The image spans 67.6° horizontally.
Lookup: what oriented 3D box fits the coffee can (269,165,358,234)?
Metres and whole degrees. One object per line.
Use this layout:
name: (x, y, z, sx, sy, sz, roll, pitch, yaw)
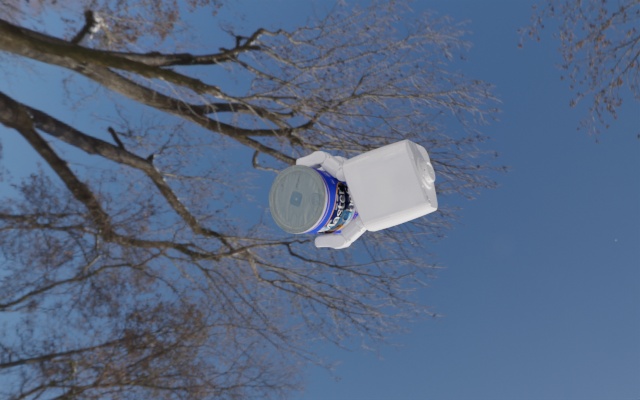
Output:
coffee can: (0.000, 0.003, 0.765, 0.103, 0.103, 0.140, 0, -4, 32)
